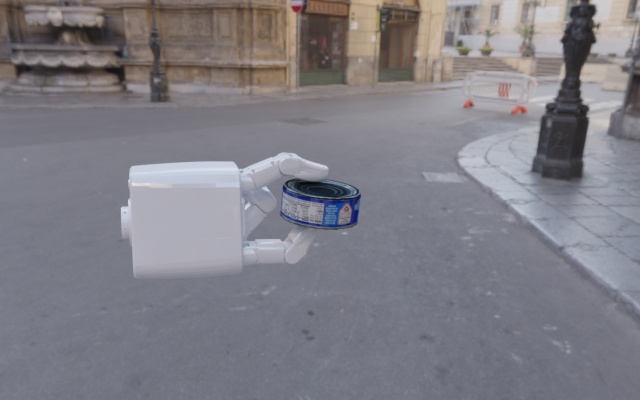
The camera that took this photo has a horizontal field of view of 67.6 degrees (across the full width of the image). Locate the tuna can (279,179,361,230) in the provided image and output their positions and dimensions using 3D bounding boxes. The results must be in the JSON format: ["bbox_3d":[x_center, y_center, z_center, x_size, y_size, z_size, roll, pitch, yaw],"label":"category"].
[{"bbox_3d":[0.000,0.001,0.512,0.086,0.034,0.086,6,15,-2],"label":"tuna can"}]
